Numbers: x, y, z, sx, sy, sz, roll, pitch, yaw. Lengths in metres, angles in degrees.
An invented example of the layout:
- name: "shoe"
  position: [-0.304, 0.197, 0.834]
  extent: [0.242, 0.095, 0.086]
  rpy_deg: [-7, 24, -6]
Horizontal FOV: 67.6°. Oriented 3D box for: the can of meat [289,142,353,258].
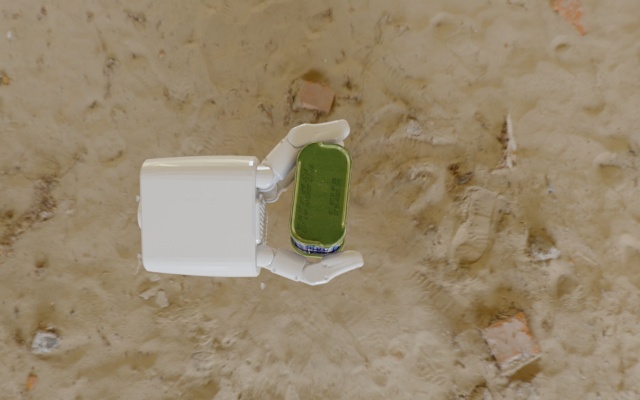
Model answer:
- name: "can of meat"
  position: [0.000, 0.002, 0.464]
  extent: [0.057, 0.102, 0.084]
  rpy_deg: [5, -12, 1]
